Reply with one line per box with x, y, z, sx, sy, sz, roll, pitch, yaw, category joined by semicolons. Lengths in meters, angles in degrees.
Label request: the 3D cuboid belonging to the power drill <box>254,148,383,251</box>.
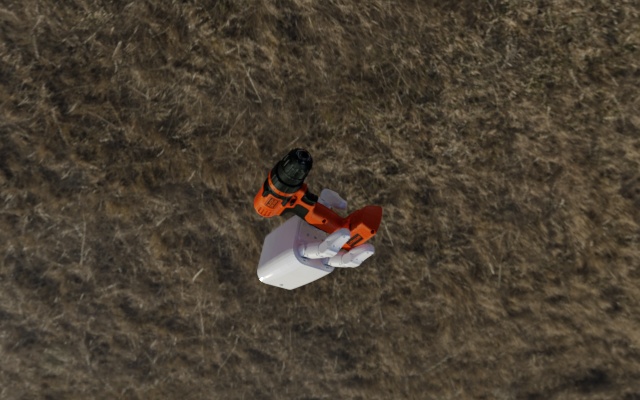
0.000;0.003;0.753;0.188;0.057;0.184;28;-31;-12;power drill
